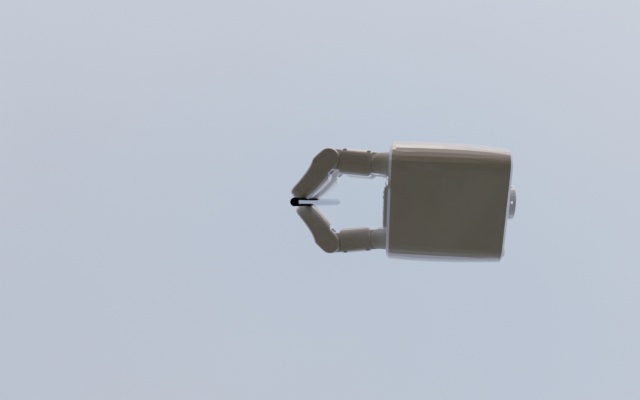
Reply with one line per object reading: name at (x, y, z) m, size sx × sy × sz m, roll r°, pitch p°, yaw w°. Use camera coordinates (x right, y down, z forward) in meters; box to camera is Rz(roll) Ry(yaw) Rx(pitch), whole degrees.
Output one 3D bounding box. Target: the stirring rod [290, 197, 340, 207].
stirring rod at (0.000, 0.002, 0.530) m, size 0.011 × 0.011 × 0.239 m, roll 0°, pitch 0°, yaw 11°
